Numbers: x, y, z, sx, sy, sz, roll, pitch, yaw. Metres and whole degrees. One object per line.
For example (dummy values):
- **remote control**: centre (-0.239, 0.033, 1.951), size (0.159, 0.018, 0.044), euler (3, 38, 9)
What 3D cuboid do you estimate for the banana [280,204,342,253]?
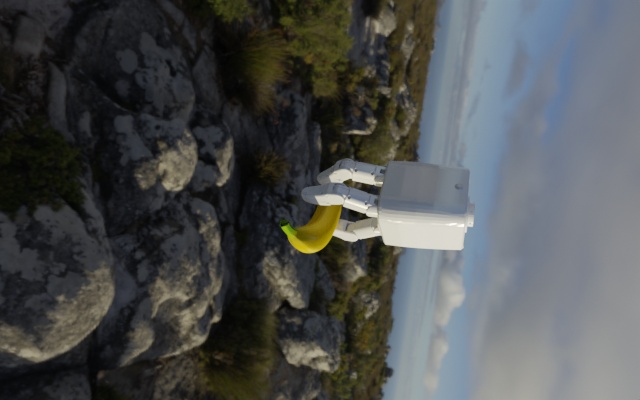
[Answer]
- **banana**: centre (0.001, 0.021, 0.655), size (0.037, 0.070, 0.197), euler (1, 22, 19)
